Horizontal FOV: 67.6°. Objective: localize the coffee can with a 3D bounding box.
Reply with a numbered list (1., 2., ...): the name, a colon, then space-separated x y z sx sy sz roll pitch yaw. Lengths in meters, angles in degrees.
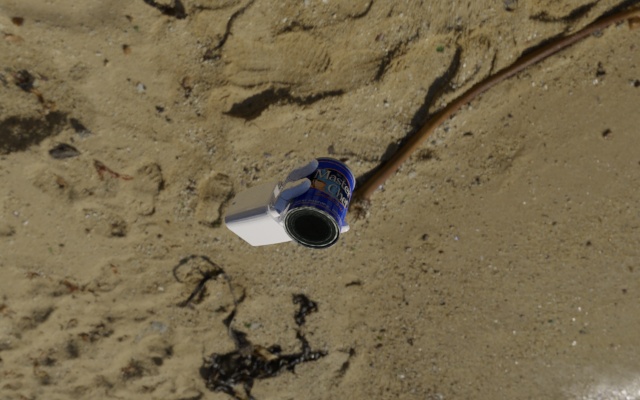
1. coffee can: 0.000 0.003 0.866 0.103 0.103 0.140 0 41 18
